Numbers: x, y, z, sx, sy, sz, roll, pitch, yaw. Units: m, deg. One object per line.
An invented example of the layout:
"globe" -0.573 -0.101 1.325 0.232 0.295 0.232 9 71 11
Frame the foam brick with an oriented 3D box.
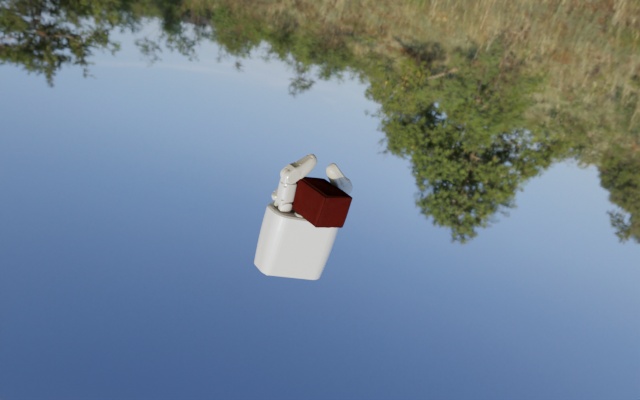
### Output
"foam brick" 0.000 0.002 0.715 0.053 0.051 0.078 4 22 -38
